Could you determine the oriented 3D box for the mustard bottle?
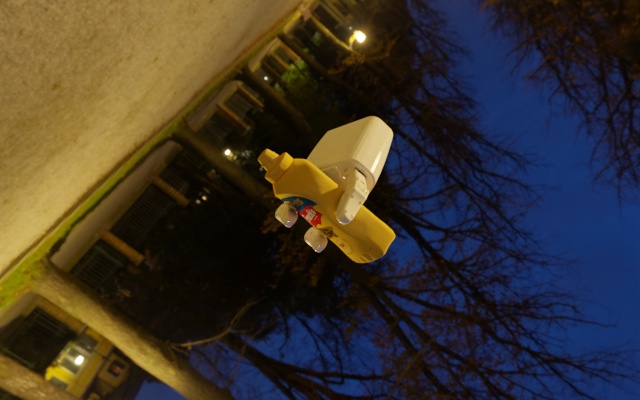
[{"bbox_3d":[0.000,0.002,0.607,0.192,0.058,0.096,40,-17,-14],"label":"mustard bottle"}]
